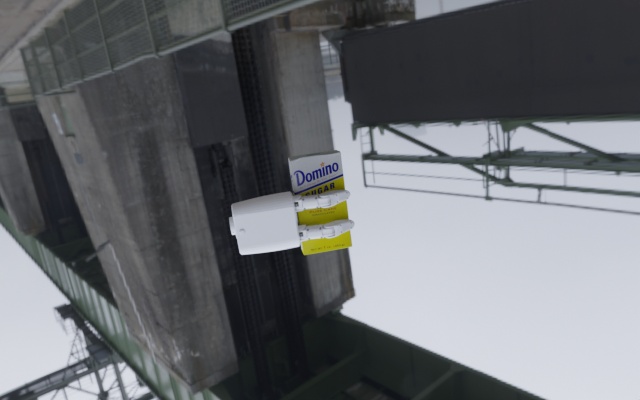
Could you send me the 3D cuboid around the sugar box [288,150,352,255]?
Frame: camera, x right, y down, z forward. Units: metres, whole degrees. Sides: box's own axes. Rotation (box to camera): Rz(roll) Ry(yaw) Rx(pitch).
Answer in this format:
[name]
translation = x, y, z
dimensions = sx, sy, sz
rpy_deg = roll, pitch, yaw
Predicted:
[sugar box]
translation = 0.000, 0.003, 0.861
dimensions = 0.093, 0.176, 0.048
rpy_deg = -10, 14, -7
